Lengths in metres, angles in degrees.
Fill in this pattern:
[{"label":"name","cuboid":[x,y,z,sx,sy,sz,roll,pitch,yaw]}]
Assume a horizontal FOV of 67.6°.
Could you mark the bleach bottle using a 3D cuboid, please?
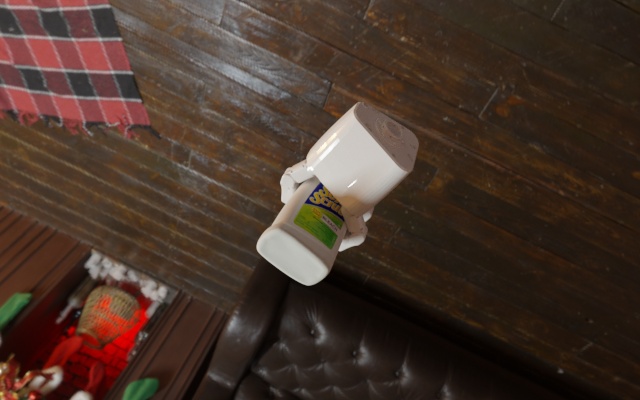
[{"label":"bleach bottle","cuboid":[0.000,0.002,0.705,0.068,0.102,0.250,-42,15,39]}]
